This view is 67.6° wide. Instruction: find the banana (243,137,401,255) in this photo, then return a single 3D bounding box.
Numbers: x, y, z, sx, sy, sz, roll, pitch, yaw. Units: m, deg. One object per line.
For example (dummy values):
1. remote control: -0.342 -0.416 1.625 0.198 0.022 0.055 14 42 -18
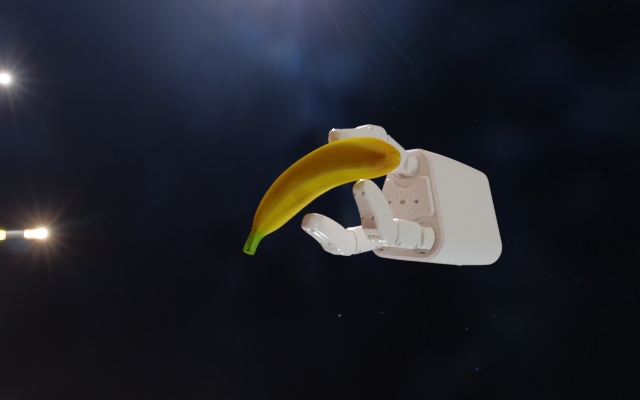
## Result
1. banana: -0.003 -0.013 0.425 0.037 0.069 0.198 21 -38 -33
